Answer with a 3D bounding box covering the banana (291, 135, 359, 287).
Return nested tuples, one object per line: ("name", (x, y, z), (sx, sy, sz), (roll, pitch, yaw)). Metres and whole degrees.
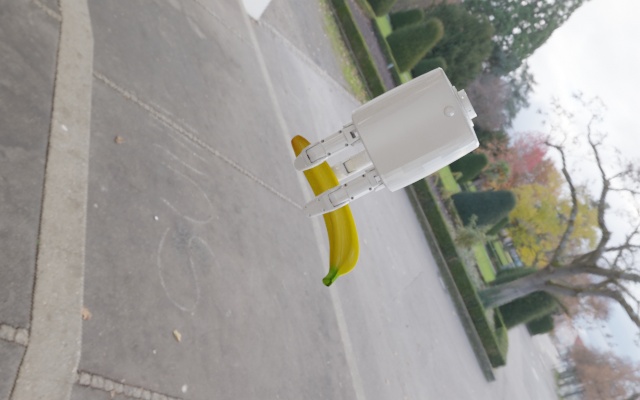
("banana", (0.011, 0.009, 0.591), (0.037, 0.197, 0.070), (-26, -25, 25))
